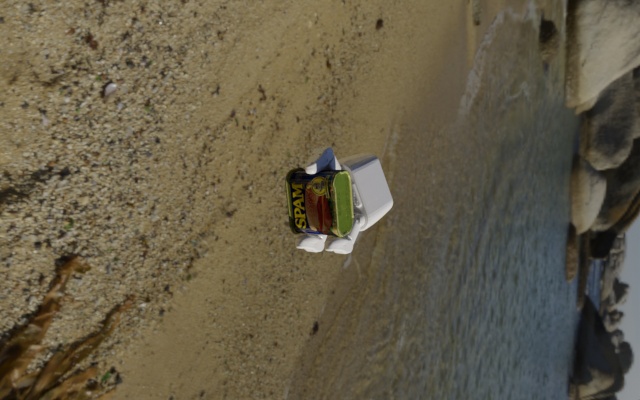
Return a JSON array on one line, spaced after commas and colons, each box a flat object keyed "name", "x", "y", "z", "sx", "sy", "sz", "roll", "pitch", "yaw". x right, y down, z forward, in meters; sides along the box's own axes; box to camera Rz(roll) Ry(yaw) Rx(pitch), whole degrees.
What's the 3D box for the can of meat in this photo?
[{"name": "can of meat", "x": 0.000, "y": 0.002, "z": 0.715, "sx": 0.084, "sy": 0.102, "sz": 0.057, "roll": 3, "pitch": 15, "yaw": 31}]
